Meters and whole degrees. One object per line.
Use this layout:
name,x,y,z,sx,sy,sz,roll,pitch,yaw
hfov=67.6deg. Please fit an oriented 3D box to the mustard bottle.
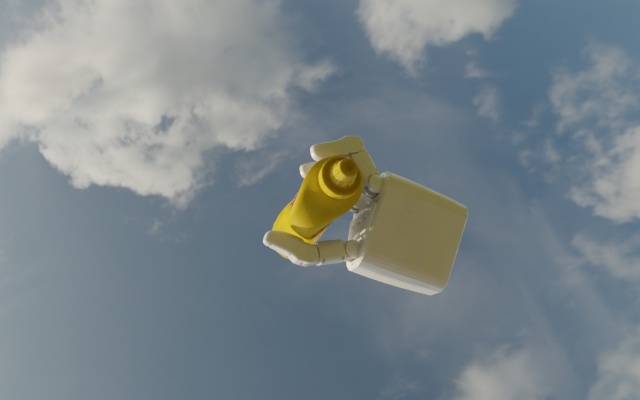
mustard bottle,0.000,0.002,0.524,0.096,0.058,0.192,-47,-1,-26
